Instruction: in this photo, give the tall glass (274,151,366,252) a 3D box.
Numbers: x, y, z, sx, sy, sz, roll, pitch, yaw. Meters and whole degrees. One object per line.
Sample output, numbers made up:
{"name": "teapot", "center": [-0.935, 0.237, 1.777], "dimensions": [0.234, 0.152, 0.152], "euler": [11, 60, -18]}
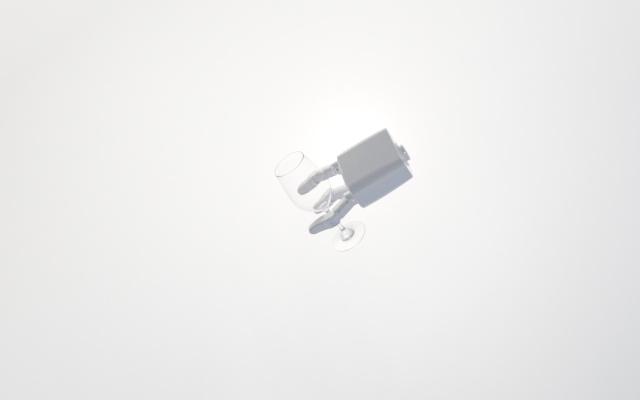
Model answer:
{"name": "tall glass", "center": [0.000, 0.003, 0.865], "dimensions": [0.079, 0.079, 0.201], "euler": [0, -41, 47]}
